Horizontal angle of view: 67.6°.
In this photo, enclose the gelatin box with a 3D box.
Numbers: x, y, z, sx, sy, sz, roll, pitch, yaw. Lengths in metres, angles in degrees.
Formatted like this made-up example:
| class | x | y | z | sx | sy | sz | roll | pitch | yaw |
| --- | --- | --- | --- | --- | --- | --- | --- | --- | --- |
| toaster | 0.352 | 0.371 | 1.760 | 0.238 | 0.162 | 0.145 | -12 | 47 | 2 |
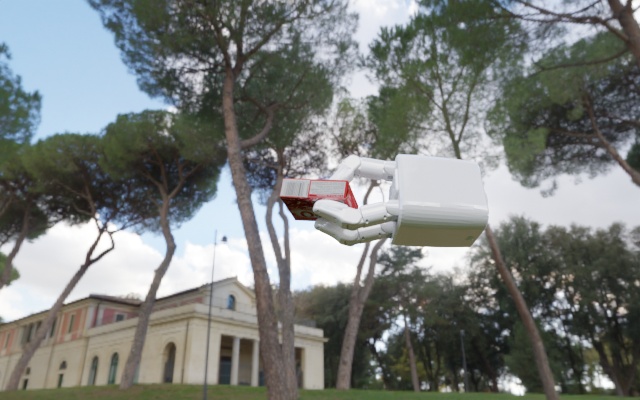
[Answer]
| class | x | y | z | sx | sy | sz | roll | pitch | yaw |
| --- | --- | --- | --- | --- | --- | --- | --- | --- | --- |
| gelatin box | 0.000 | 0.002 | 0.619 | 0.089 | 0.030 | 0.073 | 3 | -26 | 16 |
